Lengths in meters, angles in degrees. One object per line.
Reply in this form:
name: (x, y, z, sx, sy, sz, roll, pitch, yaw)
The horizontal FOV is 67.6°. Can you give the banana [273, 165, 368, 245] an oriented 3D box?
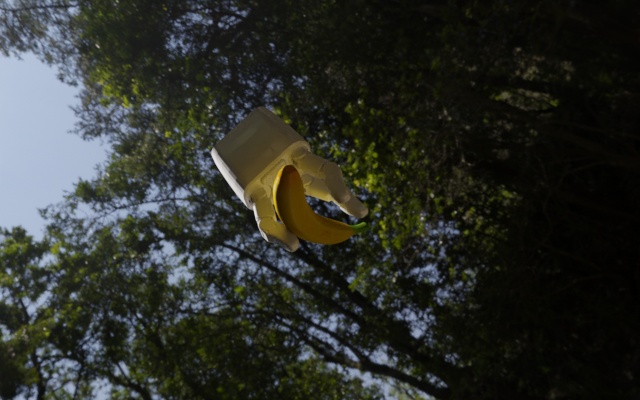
banana: (-0.012, 0.016, 0.579, 0.037, 0.069, 0.198, 53, 10, 34)
